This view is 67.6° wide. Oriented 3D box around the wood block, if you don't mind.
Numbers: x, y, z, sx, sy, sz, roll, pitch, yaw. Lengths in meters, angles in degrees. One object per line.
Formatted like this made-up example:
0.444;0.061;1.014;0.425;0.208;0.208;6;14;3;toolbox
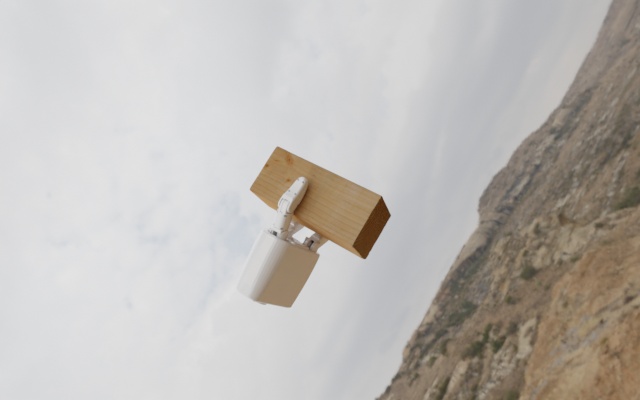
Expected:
0.000;0.003;0.786;0.206;0.090;0.091;27;-10;25;wood block
